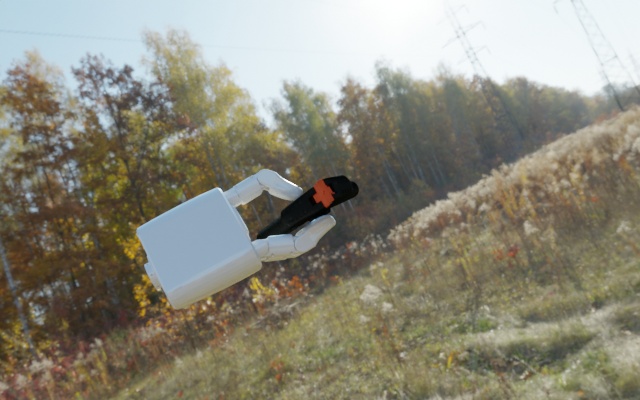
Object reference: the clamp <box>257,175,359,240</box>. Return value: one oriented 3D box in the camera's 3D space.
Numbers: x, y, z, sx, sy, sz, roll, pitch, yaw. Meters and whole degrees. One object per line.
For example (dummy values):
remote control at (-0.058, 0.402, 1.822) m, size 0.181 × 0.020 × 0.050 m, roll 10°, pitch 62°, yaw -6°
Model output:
clamp at (0.000, 0.001, 0.606) m, size 0.164 × 0.036 × 0.210 m, roll -30°, pitch -4°, yaw -16°
